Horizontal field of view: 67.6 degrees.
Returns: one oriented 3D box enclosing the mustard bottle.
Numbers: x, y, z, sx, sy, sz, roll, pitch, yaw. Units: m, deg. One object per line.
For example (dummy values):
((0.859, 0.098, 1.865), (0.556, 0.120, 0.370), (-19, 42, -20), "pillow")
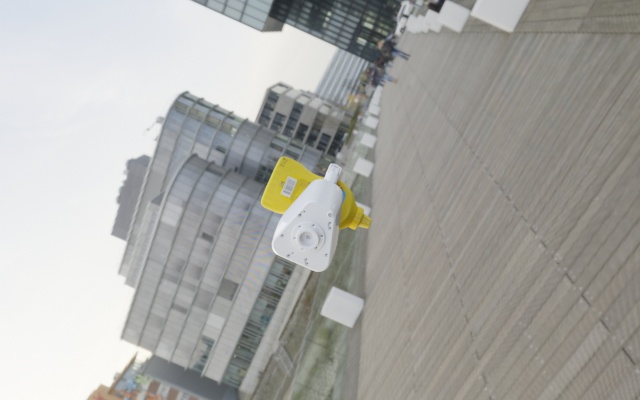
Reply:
((0.000, 0.003, 0.838), (0.191, 0.096, 0.058), (24, -6, -2), "mustard bottle")
